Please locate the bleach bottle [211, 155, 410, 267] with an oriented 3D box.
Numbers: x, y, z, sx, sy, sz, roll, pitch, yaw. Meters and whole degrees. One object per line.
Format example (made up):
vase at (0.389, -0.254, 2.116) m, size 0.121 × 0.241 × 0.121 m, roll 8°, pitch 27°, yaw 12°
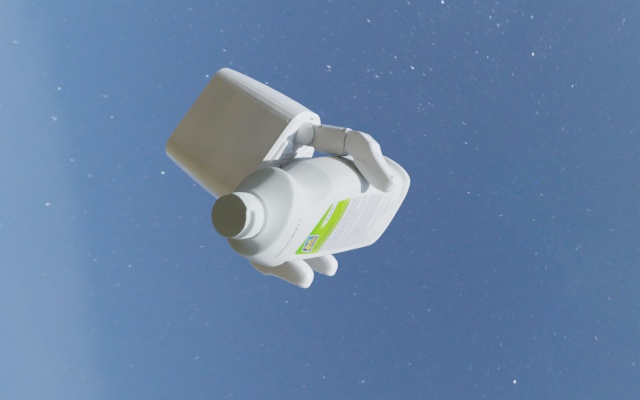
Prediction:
bleach bottle at (0.000, 0.001, 0.414) m, size 0.068 × 0.102 × 0.251 m, roll 33°, pitch 14°, yaw 22°
